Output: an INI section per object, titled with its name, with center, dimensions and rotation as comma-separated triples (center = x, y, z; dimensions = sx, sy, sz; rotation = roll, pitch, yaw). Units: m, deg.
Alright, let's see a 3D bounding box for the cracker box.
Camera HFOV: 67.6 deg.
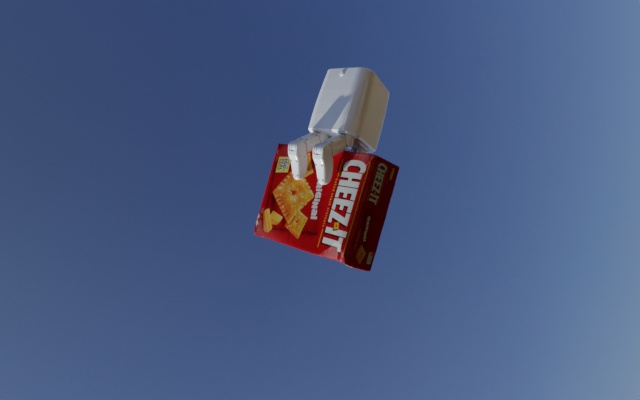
[cracker box]
center = 0.000, 0.002, 0.755
dimensions = 0.213, 0.164, 0.072
rotation = 13, -5, 44
